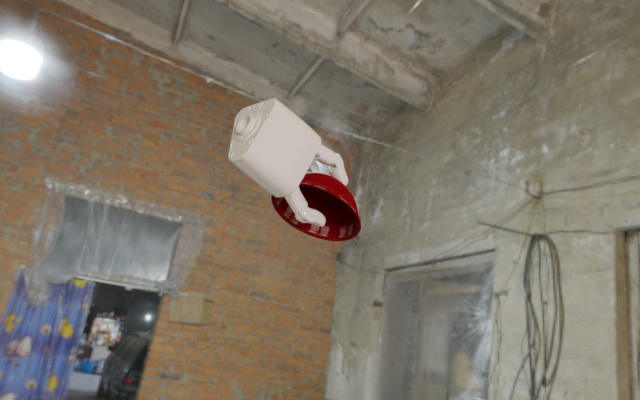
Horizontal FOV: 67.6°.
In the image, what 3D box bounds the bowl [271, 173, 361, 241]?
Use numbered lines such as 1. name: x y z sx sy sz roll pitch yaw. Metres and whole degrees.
1. bowl: 0.001 0.003 0.817 0.162 0.055 0.162 17 -33 11
